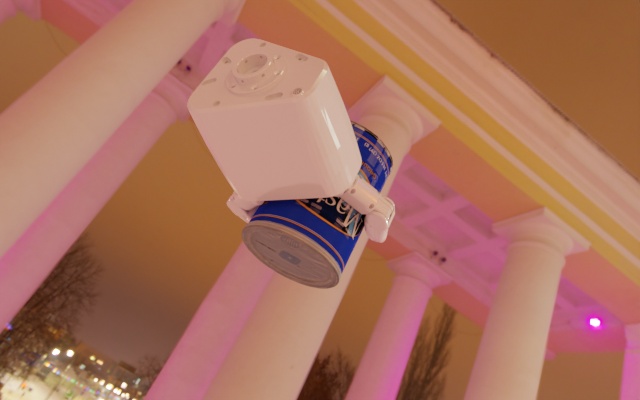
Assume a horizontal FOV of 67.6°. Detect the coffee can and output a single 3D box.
[{"bbox_3d":[0.000,0.002,0.480,0.103,0.140,0.103,22,-29,13],"label":"coffee can"}]
